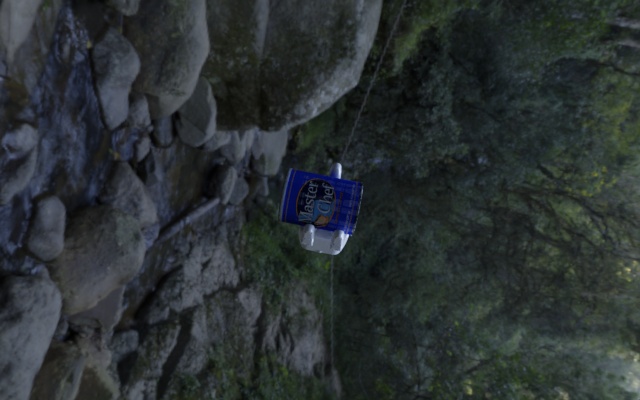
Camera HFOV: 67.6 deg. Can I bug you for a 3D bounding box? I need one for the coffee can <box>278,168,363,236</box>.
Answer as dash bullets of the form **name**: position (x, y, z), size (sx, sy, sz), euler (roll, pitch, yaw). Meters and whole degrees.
- **coffee can**: position (0.000, 0.003, 0.889), size (0.140, 0.103, 0.103), euler (11, 0, 1)
